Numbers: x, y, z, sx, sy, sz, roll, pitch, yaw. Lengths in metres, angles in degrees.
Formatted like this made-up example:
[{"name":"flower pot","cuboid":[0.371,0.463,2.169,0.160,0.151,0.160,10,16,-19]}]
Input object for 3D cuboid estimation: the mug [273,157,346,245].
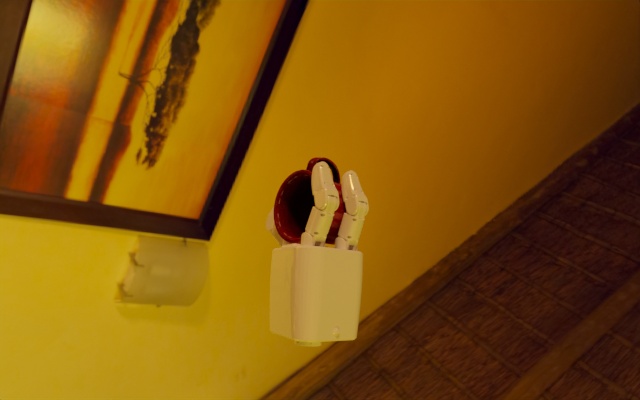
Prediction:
[{"name":"mug","cuboid":[0.000,0.001,0.623,0.081,0.117,0.093,13,-13,-42]}]
